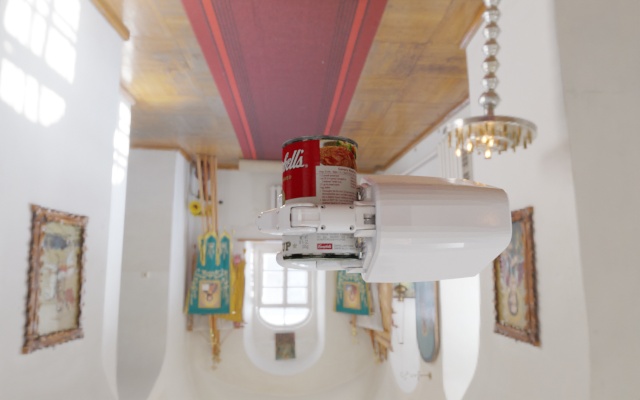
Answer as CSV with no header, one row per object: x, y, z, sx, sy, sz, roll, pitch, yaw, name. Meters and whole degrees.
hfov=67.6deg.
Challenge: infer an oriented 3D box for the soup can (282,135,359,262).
0.000,0.002,0.418,0.068,0.102,0.068,0,-9,0,soup can
